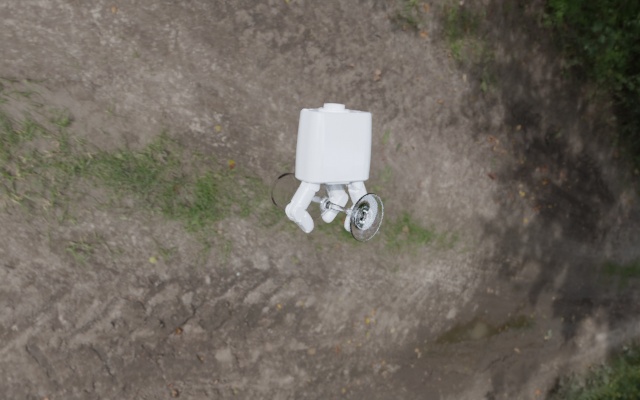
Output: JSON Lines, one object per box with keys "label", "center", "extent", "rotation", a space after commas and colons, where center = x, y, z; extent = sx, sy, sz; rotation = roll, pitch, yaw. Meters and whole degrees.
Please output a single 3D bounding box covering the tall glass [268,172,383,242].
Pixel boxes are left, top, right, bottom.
{"label": "tall glass", "center": [0.001, 0.003, 0.772], "extent": [0.079, 0.079, 0.201], "rotation": [0, 13, -45]}
